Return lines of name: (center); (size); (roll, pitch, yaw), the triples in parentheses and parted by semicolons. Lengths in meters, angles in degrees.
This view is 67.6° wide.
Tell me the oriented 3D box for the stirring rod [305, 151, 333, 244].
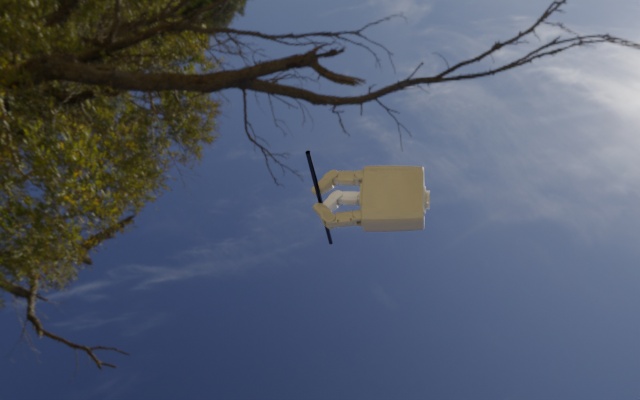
stirring rod: (0.000, 0.003, 0.858); (0.011, 0.011, 0.240); (0, -42, 13)
